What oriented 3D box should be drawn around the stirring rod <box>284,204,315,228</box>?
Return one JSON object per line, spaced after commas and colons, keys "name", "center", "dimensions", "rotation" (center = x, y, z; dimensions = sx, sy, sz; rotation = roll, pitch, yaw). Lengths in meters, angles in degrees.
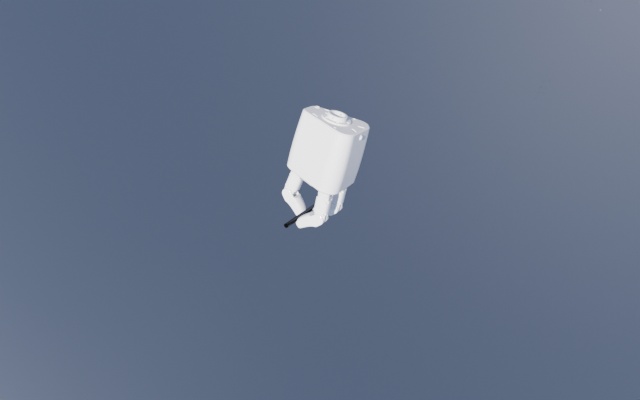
{"name": "stirring rod", "center": [0.000, 0.003, 0.892], "dimensions": [0.011, 0.011, 0.239], "rotation": [0, 19, 30]}
